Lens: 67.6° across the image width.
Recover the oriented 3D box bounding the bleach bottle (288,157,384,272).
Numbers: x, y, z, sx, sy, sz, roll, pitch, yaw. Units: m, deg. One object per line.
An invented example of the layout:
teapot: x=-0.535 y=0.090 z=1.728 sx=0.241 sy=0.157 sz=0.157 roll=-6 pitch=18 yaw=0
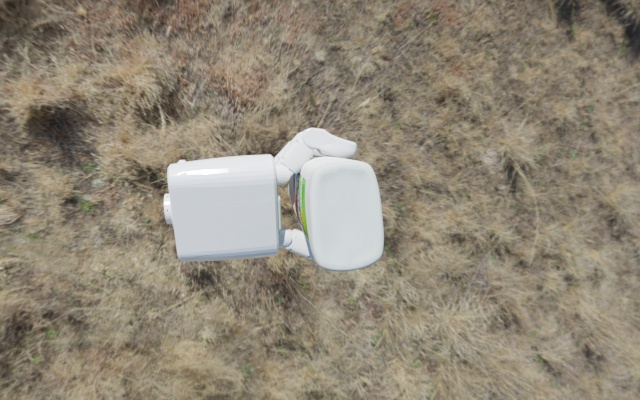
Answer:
bleach bottle: x=0.000 y=0.002 z=0.539 sx=0.068 sy=0.102 sz=0.251 roll=-6 pitch=6 yaw=-10
